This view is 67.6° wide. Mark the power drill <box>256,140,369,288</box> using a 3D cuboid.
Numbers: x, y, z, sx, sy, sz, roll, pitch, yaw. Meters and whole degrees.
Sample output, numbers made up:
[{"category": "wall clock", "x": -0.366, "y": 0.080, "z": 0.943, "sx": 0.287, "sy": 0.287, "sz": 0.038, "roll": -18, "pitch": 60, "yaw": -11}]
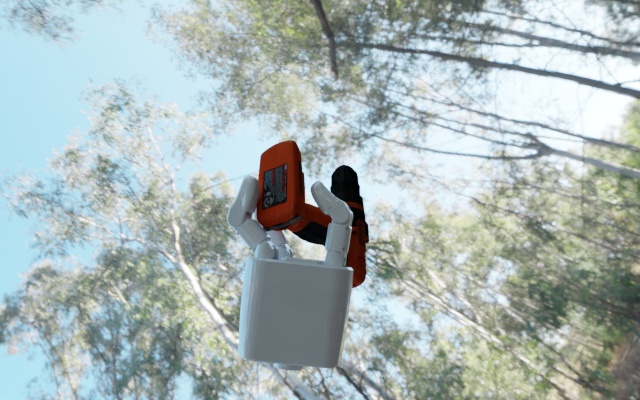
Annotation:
[{"category": "power drill", "x": 0.000, "y": 0.002, "z": 0.608, "sx": 0.057, "sy": 0.184, "sz": 0.188, "roll": -21, "pitch": -36, "yaw": 28}]
